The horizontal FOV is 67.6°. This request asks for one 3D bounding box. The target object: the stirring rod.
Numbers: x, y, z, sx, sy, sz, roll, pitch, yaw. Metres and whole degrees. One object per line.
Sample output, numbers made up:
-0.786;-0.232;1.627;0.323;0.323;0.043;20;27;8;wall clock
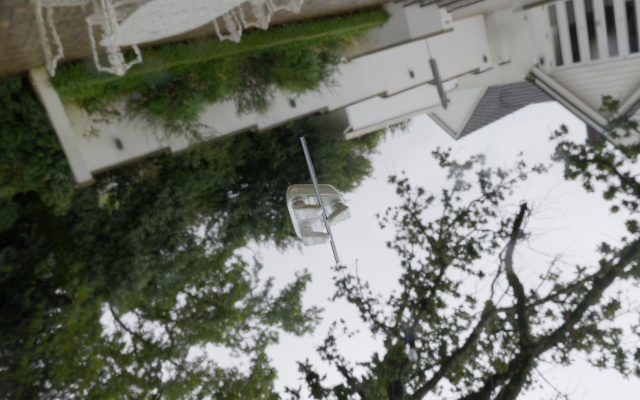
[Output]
0.000;0.003;0.850;0.011;0.239;0.011;-15;15;4;stirring rod
